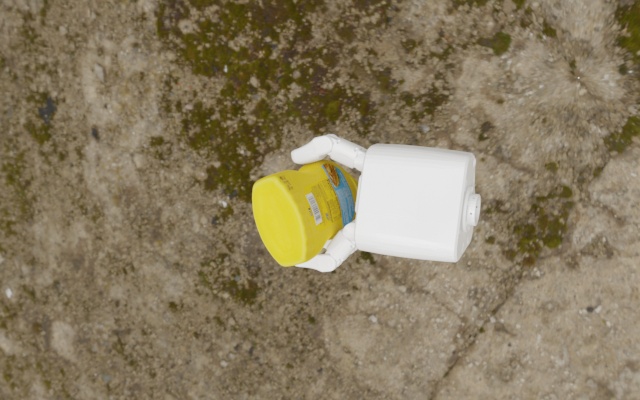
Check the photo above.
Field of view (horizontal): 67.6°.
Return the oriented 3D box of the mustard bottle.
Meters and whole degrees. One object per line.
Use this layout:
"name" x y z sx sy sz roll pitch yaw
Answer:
"mustard bottle" 0.000 0.002 0.559 0.058 0.096 0.191 -19 4 30
